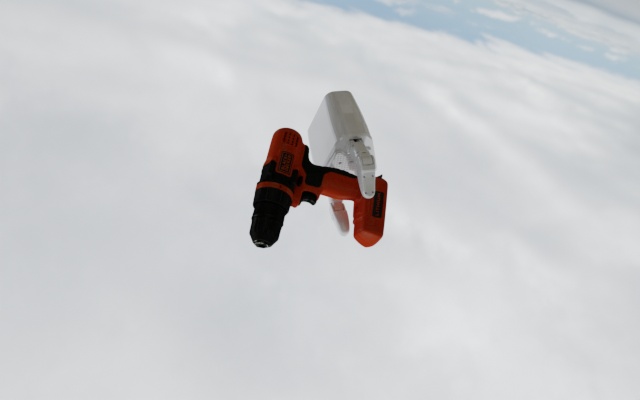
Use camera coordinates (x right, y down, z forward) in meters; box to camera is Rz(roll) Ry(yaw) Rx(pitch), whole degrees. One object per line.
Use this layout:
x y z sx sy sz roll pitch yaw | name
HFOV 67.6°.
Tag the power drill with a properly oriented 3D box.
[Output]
0.001 0.002 0.670 0.188 0.184 0.057 21 -30 -19 | power drill
